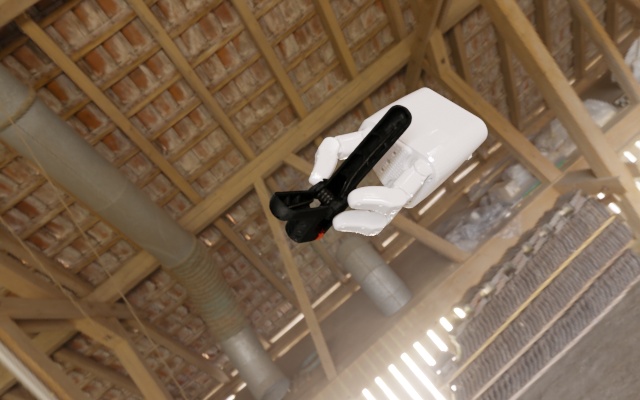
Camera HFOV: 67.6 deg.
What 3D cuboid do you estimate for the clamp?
[{"bbox_3d":[0.000,0.001,0.493,0.164,0.036,0.210,-35,-13,-29],"label":"clamp"}]
